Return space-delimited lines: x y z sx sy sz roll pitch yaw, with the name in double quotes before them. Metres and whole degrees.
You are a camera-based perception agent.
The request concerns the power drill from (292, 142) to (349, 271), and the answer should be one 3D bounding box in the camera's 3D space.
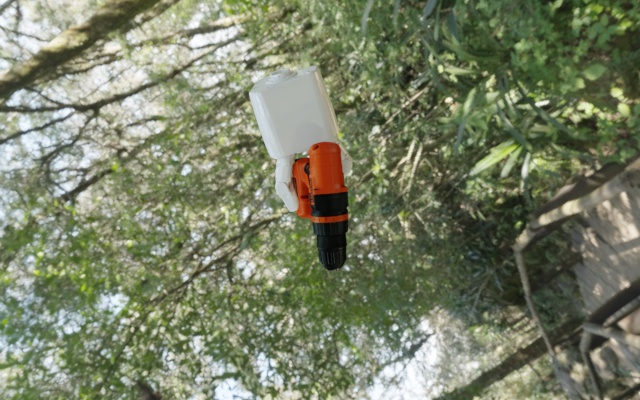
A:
"power drill" 0.000 0.002 0.742 0.057 0.184 0.187 -4 7 -12
